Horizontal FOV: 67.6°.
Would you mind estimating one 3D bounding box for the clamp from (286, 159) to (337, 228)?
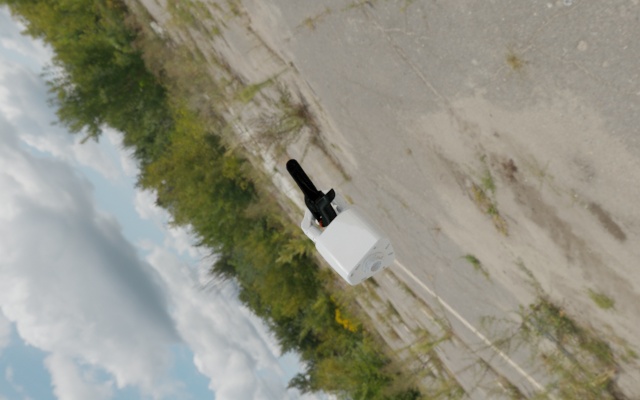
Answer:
[{"bbox_3d":[0.000,0.003,0.899,0.120,0.039,0.172,43,-12,41],"label":"clamp"}]
